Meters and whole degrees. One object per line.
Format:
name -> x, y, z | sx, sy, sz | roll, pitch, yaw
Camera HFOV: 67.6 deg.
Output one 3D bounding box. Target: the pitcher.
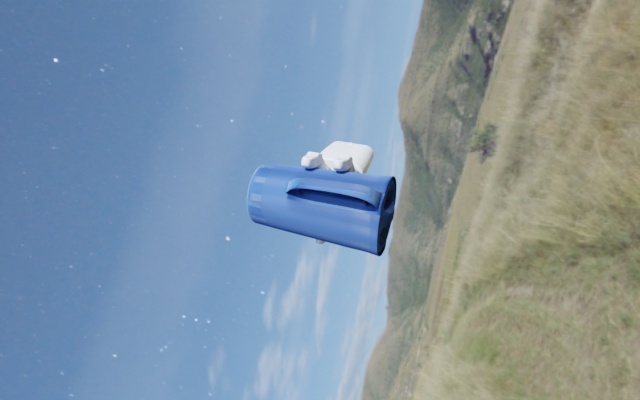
pitcher -> 0.000, 0.003, 0.805 | 0.243, 0.149, 0.145 | 10, 30, 17
